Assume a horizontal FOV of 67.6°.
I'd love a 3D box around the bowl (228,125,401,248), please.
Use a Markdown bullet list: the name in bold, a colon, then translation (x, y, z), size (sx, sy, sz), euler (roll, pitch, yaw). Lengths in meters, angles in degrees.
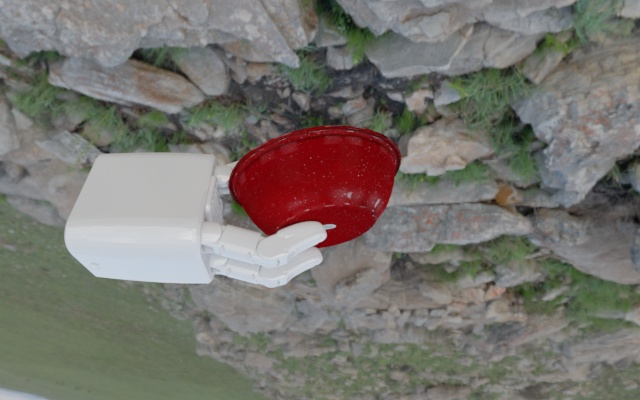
- **bowl**: translation (0.001, 0.001, 0.433), size (0.162, 0.055, 0.162), euler (-9, -27, -5)
